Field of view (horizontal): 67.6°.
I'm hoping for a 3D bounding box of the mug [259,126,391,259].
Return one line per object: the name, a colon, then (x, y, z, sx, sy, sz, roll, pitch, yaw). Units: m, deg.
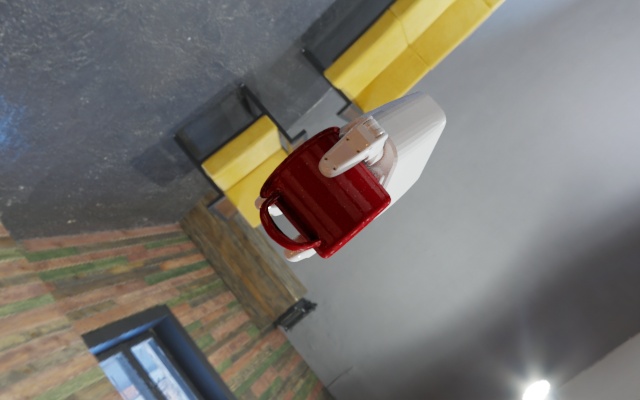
mug: (-0.001, 0.002, 0.411, 0.117, 0.081, 0.093, -35, -10, -40)
